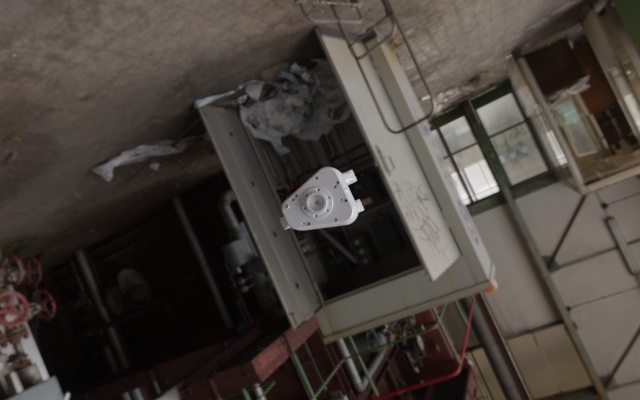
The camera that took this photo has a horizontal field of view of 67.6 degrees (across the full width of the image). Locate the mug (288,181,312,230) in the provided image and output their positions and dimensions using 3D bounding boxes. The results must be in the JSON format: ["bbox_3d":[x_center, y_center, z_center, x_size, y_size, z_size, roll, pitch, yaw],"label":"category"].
[{"bbox_3d":[0.000,0.003,0.892,0.093,0.081,0.117,-25,-4,6],"label":"mug"}]
